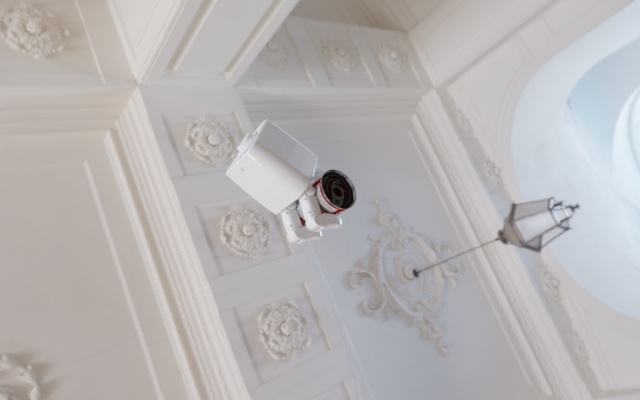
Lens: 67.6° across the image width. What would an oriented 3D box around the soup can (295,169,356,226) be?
[{"bbox_3d":[0.000,0.003,0.775,0.068,0.068,0.102,0,-24,-39],"label":"soup can"}]
